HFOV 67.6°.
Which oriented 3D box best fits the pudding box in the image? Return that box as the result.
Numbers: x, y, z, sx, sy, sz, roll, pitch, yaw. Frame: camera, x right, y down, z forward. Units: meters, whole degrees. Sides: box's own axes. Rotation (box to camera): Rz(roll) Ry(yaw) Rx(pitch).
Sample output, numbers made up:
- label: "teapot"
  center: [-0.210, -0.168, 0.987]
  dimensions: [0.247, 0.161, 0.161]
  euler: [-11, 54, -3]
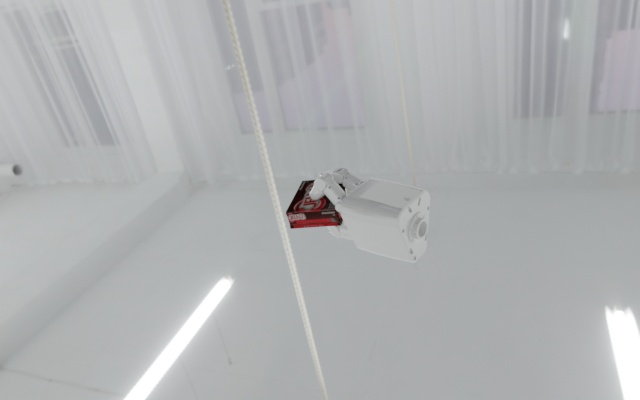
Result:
- label: "pudding box"
  center: [0.000, 0.003, 0.816]
  dimensions: [0.090, 0.039, 0.113]
  euler: [-4, 27, 17]
